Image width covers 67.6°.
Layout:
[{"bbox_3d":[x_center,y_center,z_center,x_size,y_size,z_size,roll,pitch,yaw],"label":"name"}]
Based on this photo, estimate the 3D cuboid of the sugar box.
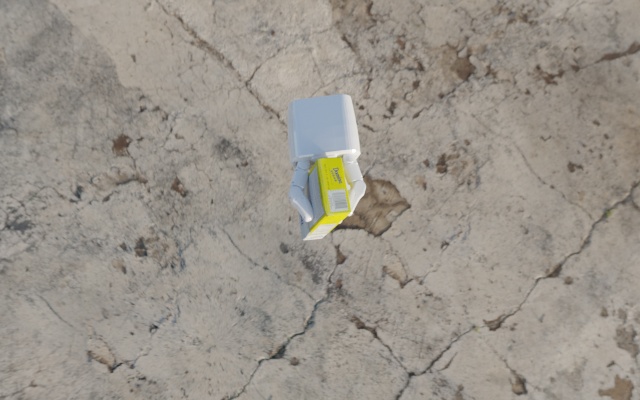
[{"bbox_3d":[0.001,0.002,0.796,0.048,0.093,0.176,-5,-15,-14],"label":"sugar box"}]
